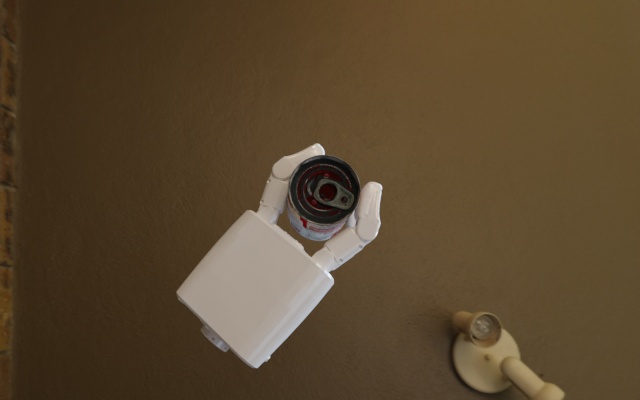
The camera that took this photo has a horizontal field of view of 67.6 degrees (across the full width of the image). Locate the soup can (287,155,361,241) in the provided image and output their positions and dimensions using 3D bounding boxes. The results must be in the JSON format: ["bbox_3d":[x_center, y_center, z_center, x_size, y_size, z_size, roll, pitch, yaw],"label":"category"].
[{"bbox_3d":[0.000,0.001,0.491,0.068,0.068,0.102,0,-13,-4],"label":"soup can"}]
